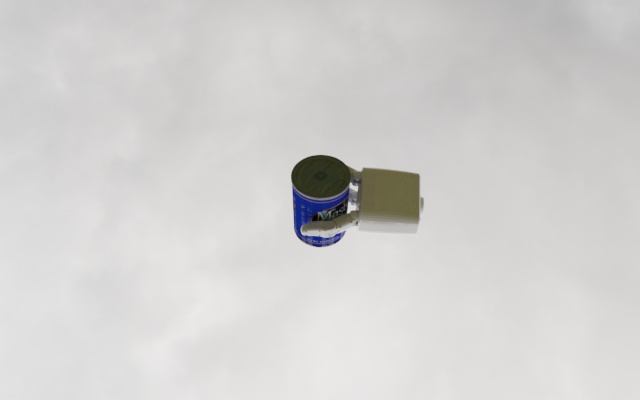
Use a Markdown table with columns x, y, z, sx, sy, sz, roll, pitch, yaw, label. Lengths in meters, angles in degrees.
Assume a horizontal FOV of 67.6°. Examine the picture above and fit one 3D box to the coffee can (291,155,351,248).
| x | y | z | sx | sy | sz | roll | pitch | yaw | label |
| --- | --- | --- | --- | --- | --- | --- | --- | --- | --- |
| 0.000 | 0.003 | 0.862 | 0.103 | 0.102 | 0.140 | 0 | -41 | -1 | coffee can |
